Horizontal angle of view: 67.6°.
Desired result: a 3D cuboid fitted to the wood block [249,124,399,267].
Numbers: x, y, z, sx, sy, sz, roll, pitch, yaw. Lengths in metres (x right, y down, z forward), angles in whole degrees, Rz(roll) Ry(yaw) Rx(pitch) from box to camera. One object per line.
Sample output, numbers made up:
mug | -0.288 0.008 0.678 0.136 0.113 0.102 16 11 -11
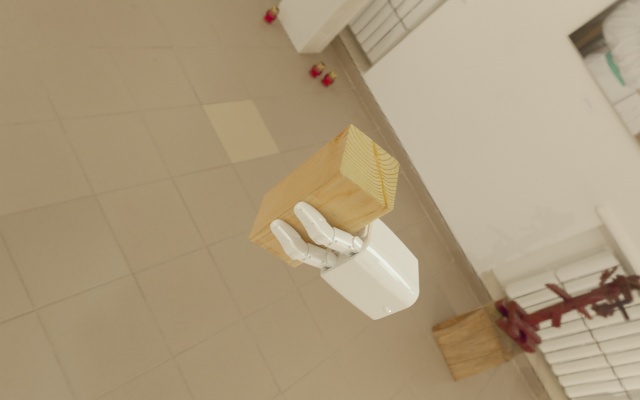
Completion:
wood block | 0.001 0.002 0.657 0.090 0.090 0.206 35 -45 -21
